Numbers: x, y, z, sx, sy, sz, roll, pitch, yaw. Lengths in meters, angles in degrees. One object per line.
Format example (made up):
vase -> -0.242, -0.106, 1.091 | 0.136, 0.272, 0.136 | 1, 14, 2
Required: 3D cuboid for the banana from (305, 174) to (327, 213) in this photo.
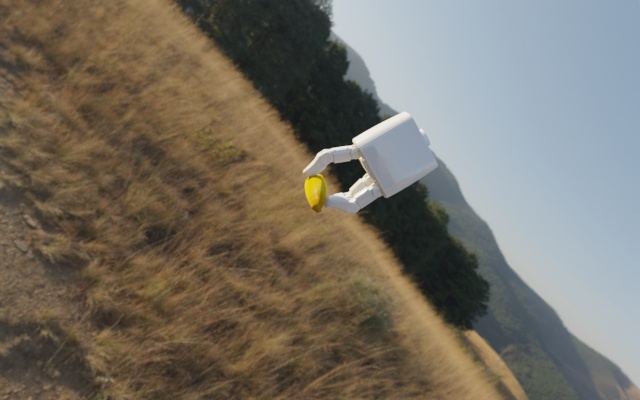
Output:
banana -> -0.005, -0.015, 0.852 | 0.037, 0.069, 0.198 | -16, -2, 2
